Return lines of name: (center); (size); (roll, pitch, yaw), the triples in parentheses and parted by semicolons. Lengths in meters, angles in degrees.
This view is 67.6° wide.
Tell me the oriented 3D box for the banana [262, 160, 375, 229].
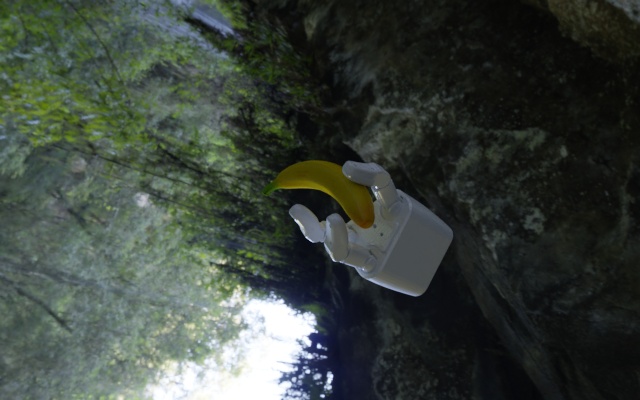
banana: (0.006, -0.015, 0.591); (0.197, 0.069, 0.037); (16, -14, 48)
